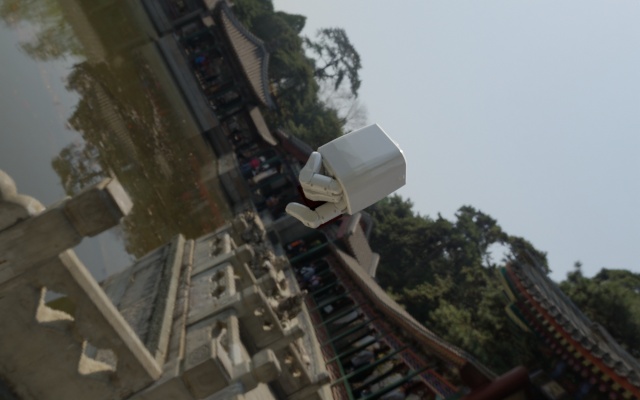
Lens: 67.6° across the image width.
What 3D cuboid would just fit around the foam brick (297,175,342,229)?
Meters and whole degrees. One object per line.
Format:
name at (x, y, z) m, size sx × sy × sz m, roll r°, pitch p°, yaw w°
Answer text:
foam brick at (0.000, 0.003, 0.800) m, size 0.051 × 0.053 × 0.078 m, roll -27°, pitch -28°, yaw -5°
